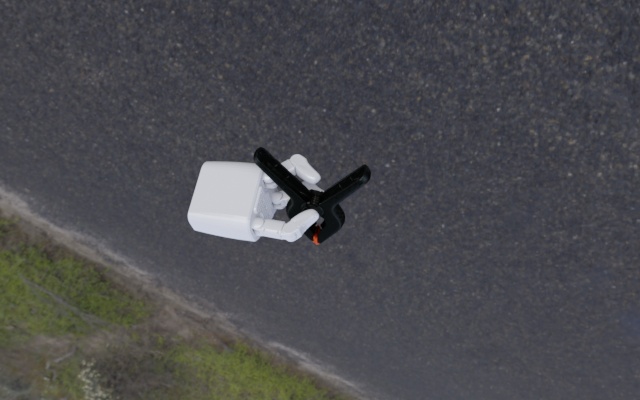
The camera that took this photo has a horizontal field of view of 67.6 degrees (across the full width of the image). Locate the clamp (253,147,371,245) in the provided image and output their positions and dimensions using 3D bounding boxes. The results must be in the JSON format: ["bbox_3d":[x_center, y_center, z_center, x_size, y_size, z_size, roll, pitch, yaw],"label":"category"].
[{"bbox_3d":[0.000,0.003,0.719,0.164,0.036,0.210,7,-35,16],"label":"clamp"}]
